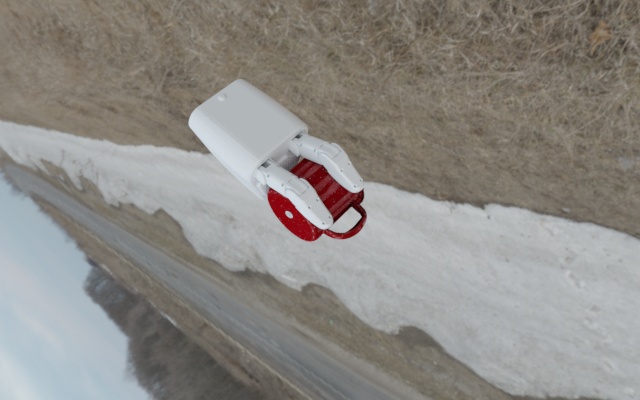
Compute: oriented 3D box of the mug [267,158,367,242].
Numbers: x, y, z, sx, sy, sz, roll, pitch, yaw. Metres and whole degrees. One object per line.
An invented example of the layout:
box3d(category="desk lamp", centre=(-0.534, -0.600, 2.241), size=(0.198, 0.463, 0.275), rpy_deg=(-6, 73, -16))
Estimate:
box3d(category="mug", centre=(0.001, 0.003, 0.564), size=(0.117, 0.081, 0.093), rpy_deg=(40, -25, 16))
